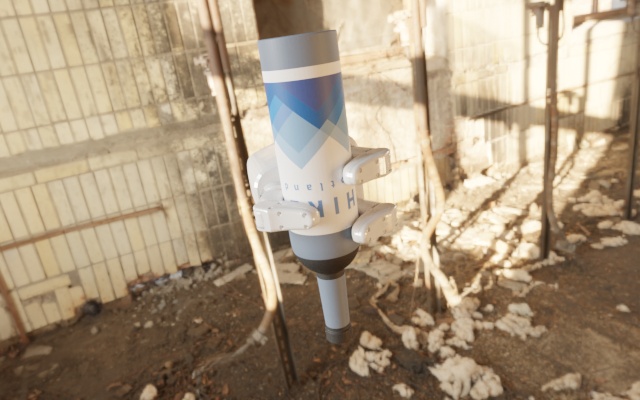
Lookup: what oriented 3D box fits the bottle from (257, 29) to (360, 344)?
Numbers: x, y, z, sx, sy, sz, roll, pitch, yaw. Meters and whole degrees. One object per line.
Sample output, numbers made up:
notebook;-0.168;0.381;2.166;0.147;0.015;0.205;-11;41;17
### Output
bottle;0.000;0.001;0.441;0.069;0.296;0.069;-7;19;3
